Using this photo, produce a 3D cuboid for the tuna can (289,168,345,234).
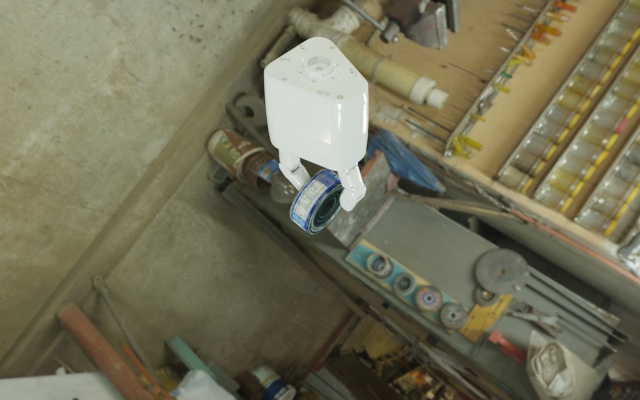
[{"bbox_3d":[0.001,0.002,0.633,0.033,0.086,0.086,37,15,21],"label":"tuna can"}]
